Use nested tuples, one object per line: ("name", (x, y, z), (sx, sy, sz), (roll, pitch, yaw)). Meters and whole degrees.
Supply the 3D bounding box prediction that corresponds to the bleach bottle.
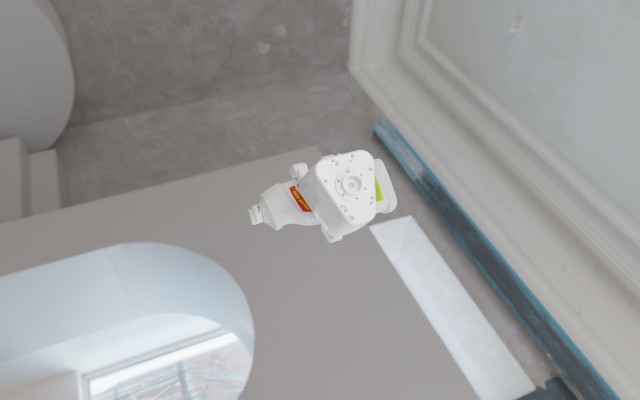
("bleach bottle", (0.000, 0.003, 0.832), (0.251, 0.102, 0.068), (-16, -10, -16))
